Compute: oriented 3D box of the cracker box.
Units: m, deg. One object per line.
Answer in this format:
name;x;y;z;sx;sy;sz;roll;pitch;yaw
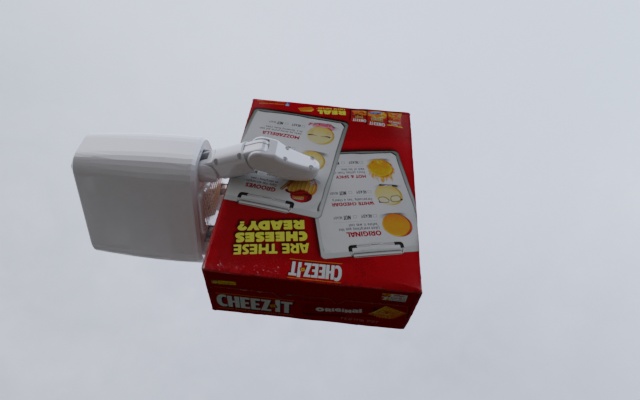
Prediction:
cracker box;0.000;0.001;0.438;0.164;0.213;0.072;6;-42;1
